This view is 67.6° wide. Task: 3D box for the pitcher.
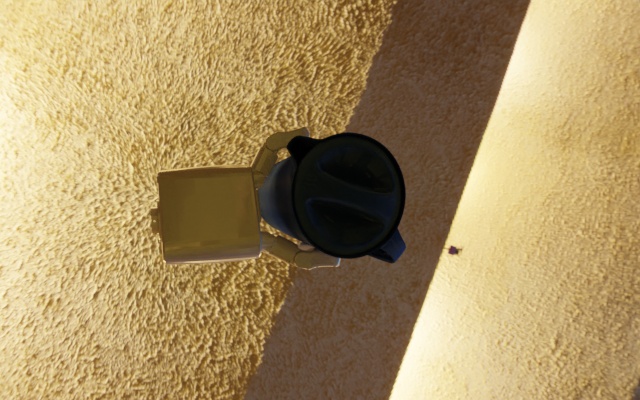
[{"bbox_3d":[0.000,0.002,0.611,0.145,0.149,0.243,-3,1,-20],"label":"pitcher"}]
